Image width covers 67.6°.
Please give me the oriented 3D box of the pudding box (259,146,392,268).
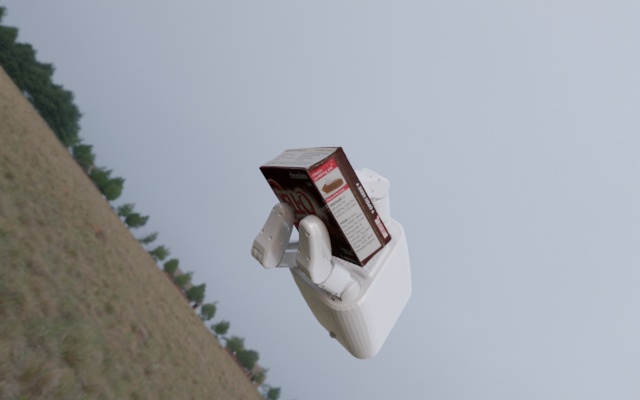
[{"bbox_3d":[0.000,0.001,0.402,0.039,0.090,0.113,-38,18,-20],"label":"pudding box"}]
